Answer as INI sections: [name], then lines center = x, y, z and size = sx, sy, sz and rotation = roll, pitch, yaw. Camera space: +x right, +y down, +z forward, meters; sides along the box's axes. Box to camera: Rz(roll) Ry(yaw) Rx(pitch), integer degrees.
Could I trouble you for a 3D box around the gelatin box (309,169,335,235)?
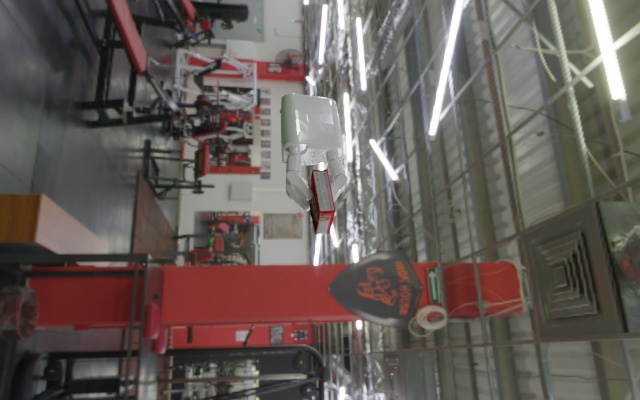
[gelatin box]
center = 0.001, 0.003, 0.818
size = 0.030, 0.089, 0.073
rotation = -4, -33, -11
